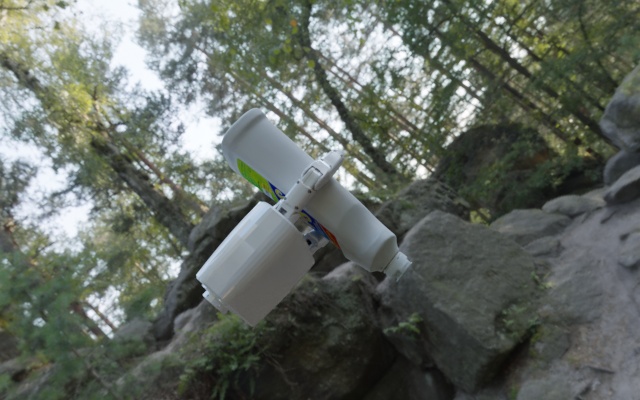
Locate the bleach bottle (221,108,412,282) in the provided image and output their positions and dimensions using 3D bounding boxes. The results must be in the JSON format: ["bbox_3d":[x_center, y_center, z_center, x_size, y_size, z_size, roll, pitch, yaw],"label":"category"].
[{"bbox_3d":[0.000,0.002,0.559,0.251,0.068,0.103,39,-15,12],"label":"bleach bottle"}]
